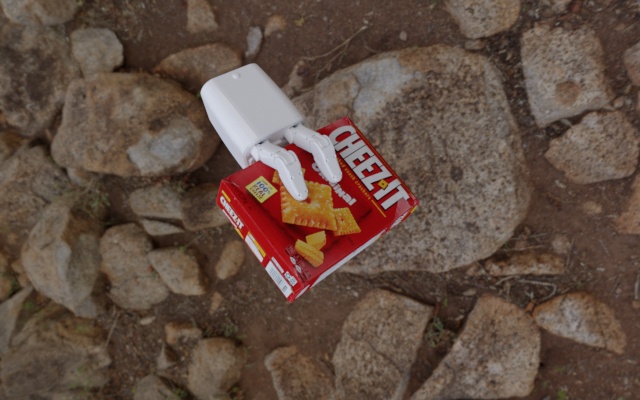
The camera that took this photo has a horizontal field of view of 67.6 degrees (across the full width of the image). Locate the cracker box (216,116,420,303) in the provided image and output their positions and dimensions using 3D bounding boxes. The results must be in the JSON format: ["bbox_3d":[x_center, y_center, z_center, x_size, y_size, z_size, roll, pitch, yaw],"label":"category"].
[{"bbox_3d":[0.000,0.002,0.625,0.213,0.164,0.072,-32,-13,-29],"label":"cracker box"}]
